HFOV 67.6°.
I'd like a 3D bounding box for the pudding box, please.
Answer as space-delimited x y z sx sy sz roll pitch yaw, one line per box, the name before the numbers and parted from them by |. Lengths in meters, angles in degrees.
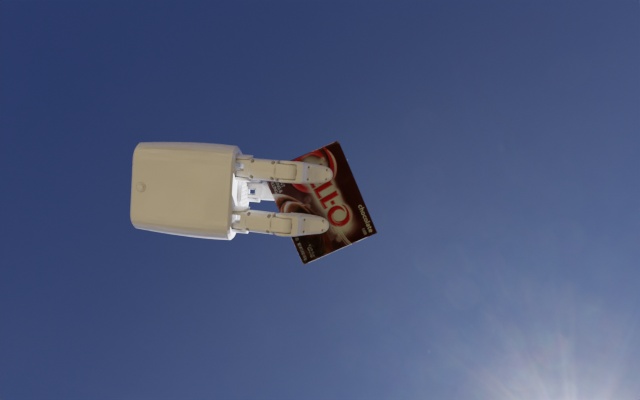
pudding box | 0.000 0.002 0.535 0.090 0.113 0.039 -24 5 2
